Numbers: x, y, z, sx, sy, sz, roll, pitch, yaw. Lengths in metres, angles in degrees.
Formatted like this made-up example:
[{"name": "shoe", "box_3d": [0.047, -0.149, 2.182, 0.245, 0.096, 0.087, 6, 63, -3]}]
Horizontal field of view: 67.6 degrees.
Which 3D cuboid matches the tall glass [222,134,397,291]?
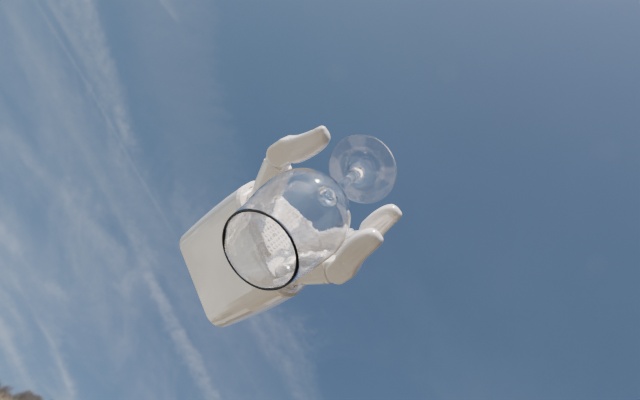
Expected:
[{"name": "tall glass", "box_3d": [0.000, 0.001, 0.409, 0.079, 0.079, 0.201, 0, 19, 27]}]
